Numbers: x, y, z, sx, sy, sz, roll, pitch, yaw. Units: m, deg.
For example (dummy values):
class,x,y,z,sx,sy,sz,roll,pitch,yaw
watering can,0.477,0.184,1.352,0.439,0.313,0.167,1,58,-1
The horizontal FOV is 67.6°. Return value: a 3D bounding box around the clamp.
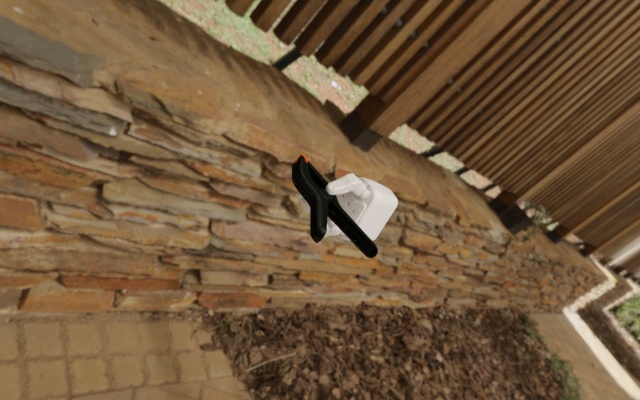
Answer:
class,x,y,z,sx,sy,sz,roll,pitch,yaw
clamp,0.001,0.002,0.775,0.036,0.210,0.164,-43,-28,18
